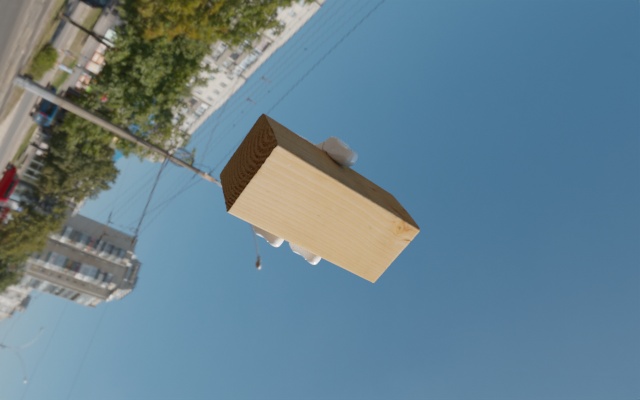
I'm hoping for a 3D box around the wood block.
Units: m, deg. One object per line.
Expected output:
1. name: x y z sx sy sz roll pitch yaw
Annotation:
1. wood block: 0.000 0.001 0.547 0.206 0.091 0.090 29 18 -29
